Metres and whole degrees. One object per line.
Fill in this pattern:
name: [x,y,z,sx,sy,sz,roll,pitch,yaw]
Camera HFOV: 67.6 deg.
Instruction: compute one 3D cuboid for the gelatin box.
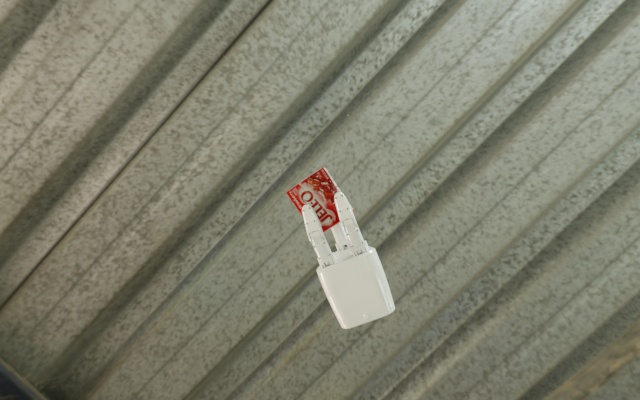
gelatin box: [0.000,0.002,0.769,0.073,0.089,0.030,-34,-2,7]
